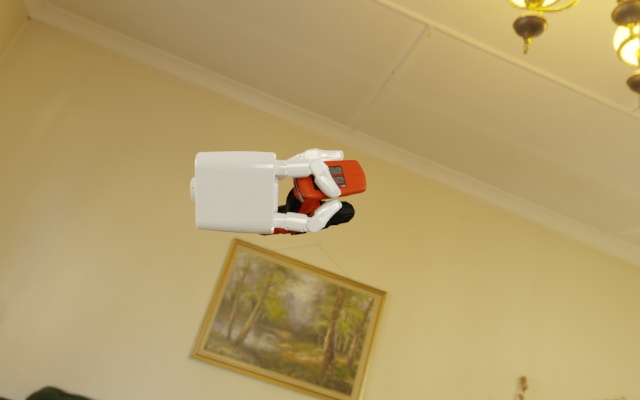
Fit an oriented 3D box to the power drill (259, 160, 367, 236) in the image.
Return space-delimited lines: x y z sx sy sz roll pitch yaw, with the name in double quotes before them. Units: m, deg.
"power drill" 0.000 0.002 0.758 0.184 0.057 0.188 -8 -21 -25
